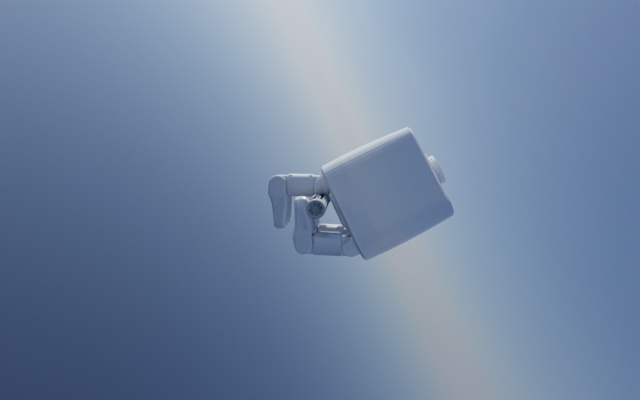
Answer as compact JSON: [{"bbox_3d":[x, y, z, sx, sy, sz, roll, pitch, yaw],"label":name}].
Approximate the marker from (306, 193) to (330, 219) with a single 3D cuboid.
[{"bbox_3d":[0.000,0.002,0.516,0.020,0.020,0.121,0,6,4],"label":"marker"}]
